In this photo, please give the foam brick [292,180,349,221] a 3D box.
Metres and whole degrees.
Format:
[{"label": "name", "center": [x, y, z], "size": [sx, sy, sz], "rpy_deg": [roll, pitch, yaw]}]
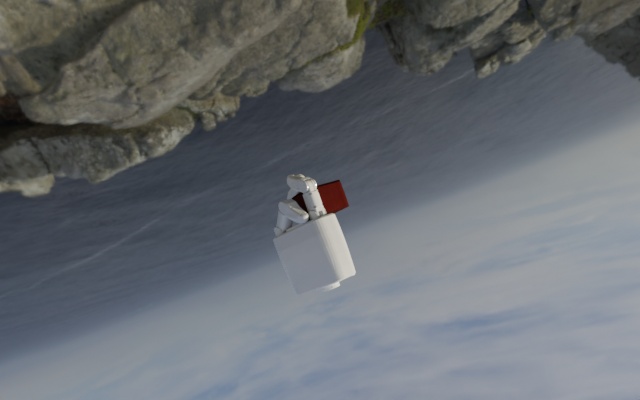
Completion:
[{"label": "foam brick", "center": [0.000, 0.003, 0.831], "size": [0.078, 0.051, 0.053], "rpy_deg": [-17, -9, -39]}]
